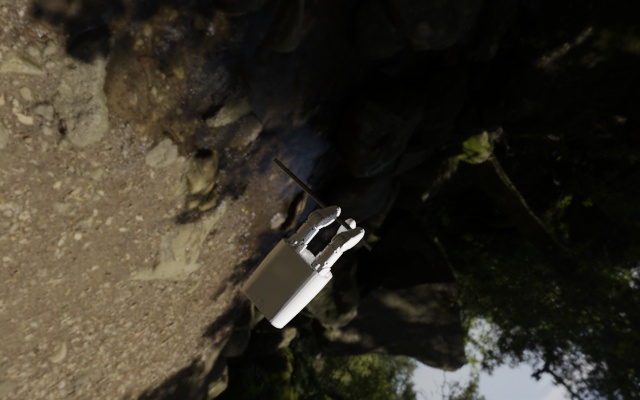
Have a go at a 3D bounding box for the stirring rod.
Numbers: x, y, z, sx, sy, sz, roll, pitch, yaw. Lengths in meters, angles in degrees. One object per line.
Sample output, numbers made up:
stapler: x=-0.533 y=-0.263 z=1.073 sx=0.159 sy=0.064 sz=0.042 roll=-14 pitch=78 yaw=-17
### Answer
stirring rod: x=0.000 y=0.003 z=0.795 sx=0.239 sy=0.011 sz=0.011 roll=43 pitch=21 yaw=25
